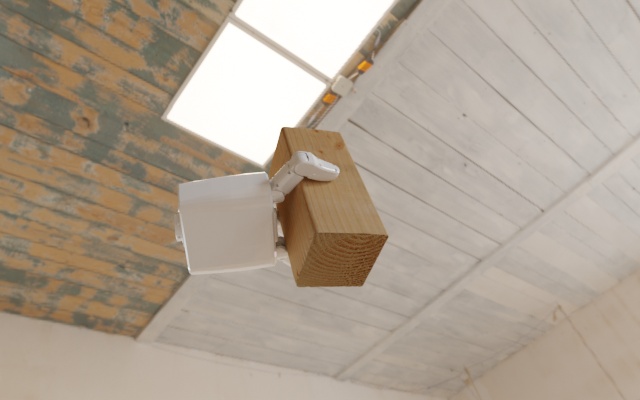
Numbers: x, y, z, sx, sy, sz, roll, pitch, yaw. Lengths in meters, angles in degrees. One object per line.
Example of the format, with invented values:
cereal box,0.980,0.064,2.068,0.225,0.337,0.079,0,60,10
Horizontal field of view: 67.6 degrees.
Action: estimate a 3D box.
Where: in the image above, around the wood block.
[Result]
wood block,0.000,0.002,0.611,0.090,0.091,0.206,4,40,-21
